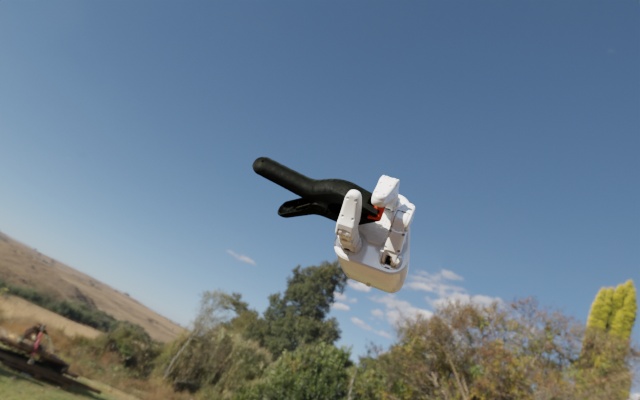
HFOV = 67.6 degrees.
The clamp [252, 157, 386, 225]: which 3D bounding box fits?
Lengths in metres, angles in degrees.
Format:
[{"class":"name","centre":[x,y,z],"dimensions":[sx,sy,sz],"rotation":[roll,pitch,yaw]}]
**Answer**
[{"class":"clamp","centre":[0.000,0.001,0.618],"dimensions":[0.171,0.039,0.120],"rotation":[18,-22,16]}]
